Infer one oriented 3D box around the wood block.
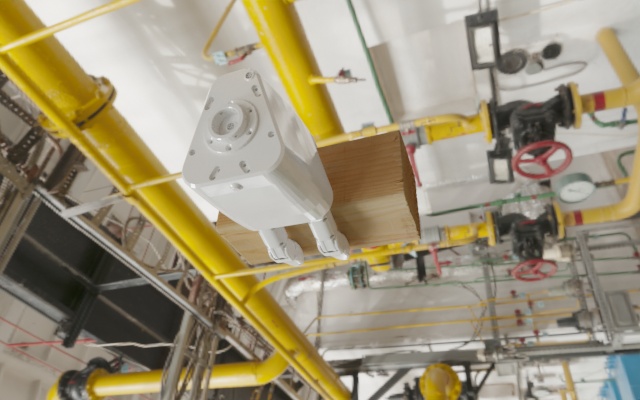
[{"bbox_3d":[0.000,0.001,0.539,0.206,0.090,0.090,-10,-37,18],"label":"wood block"}]
